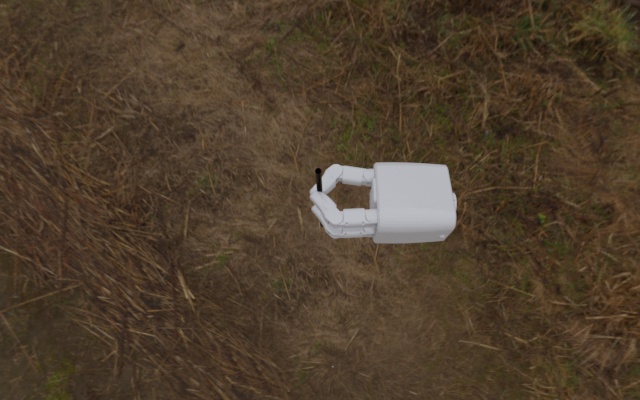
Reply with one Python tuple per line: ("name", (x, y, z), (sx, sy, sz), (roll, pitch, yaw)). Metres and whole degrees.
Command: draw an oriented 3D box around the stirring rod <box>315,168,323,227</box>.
("stirring rod", (0.000, 0.002, 0.711), (0.011, 0.011, 0.240), (0, -19, 1))
